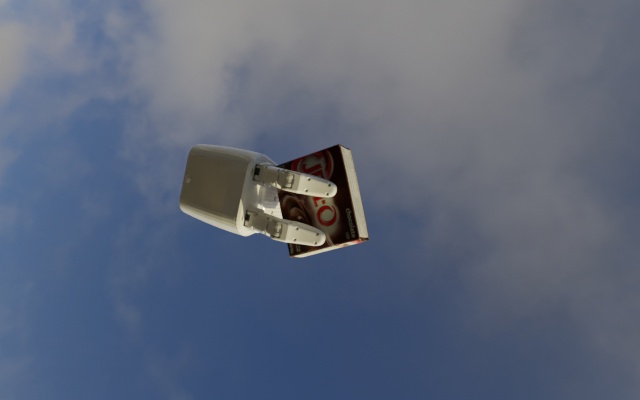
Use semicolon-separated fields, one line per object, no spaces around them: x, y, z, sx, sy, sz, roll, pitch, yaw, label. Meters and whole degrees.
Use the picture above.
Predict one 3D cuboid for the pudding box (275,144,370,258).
0.000;0.002;0.551;0.090;0.113;0.039;-17;-10;25;pudding box
